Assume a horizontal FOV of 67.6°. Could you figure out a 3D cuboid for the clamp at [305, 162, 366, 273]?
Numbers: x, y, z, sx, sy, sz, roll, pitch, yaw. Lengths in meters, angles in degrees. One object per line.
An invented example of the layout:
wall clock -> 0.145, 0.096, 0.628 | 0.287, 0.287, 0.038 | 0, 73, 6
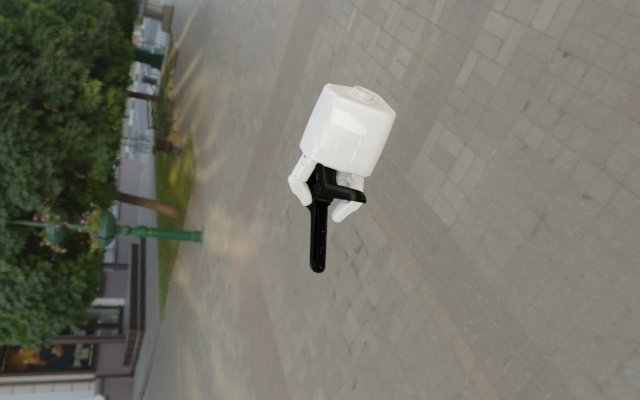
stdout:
clamp -> -0.001, 0.002, 0.784 | 0.036, 0.165, 0.209 | 11, 30, -27
